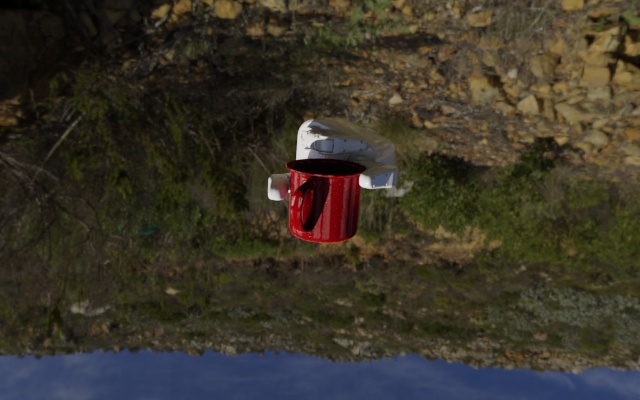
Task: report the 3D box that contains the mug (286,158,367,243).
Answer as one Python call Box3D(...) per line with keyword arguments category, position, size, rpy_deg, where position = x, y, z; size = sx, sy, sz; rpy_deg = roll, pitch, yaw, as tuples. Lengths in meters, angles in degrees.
Box3D(category="mug", position=(0.000, 0.002, 0.548), size=(0.093, 0.081, 0.117), rpy_deg=(10, 17, 22))
